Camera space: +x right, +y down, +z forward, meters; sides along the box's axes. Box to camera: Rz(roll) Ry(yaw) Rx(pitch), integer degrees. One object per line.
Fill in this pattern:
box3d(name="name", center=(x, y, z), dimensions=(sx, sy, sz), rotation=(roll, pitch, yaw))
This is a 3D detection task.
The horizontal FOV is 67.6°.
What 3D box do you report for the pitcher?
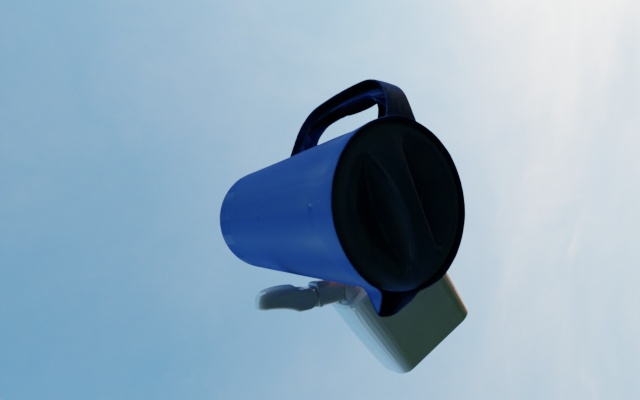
box3d(name="pitcher", center=(0.000, 0.002, 0.447), dimensions=(0.149, 0.145, 0.243), rotation=(-48, 21, -28))
